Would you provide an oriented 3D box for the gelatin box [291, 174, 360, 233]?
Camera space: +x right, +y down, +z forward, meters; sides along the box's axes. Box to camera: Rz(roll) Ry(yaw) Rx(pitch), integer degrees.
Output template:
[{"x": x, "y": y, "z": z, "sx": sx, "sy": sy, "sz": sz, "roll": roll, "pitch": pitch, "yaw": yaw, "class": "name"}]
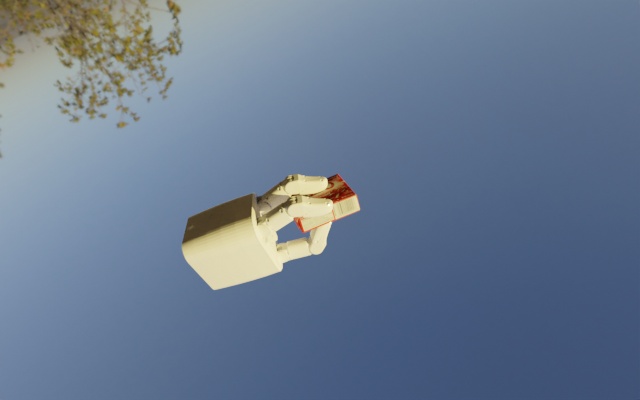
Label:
[{"x": 0.001, "y": 0.002, "z": 0.670, "sx": 0.089, "sy": 0.030, "sz": 0.073, "roll": -21, "pitch": 31, "yaw": -9, "class": "gelatin box"}]
